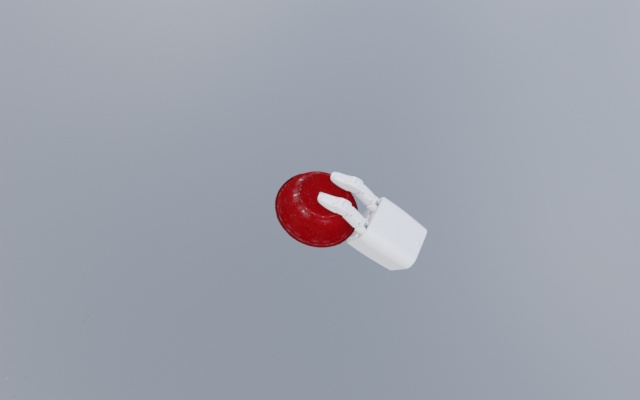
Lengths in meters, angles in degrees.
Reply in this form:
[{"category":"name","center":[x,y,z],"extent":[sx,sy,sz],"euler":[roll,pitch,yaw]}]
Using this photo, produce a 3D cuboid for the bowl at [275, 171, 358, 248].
[{"category":"bowl","center":[-0.001,0.002,0.876],"extent":[0.162,0.162,0.055],"euler":[0,-30,-16]}]
